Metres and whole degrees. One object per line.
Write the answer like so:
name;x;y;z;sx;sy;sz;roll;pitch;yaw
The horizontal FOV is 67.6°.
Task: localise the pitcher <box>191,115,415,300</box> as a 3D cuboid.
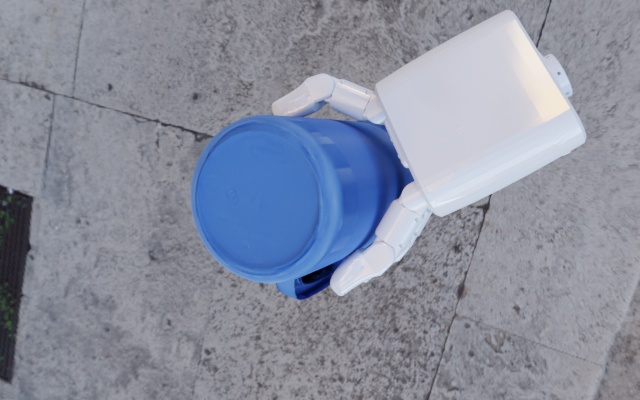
pitcher;0.000;0.001;0.408;0.145;0.149;0.243;-27;-5;21
